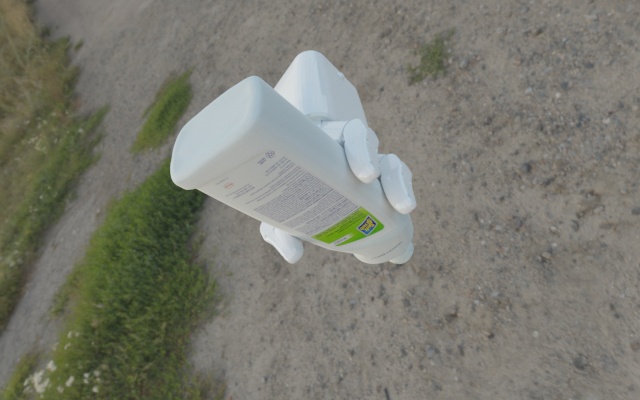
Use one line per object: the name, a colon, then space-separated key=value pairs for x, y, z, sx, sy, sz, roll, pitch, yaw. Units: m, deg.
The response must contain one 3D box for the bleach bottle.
bleach bottle: x=0.000 y=0.001 z=0.428 sx=0.102 sy=0.068 sz=0.251 roll=-29 pitch=-44 yaw=28
